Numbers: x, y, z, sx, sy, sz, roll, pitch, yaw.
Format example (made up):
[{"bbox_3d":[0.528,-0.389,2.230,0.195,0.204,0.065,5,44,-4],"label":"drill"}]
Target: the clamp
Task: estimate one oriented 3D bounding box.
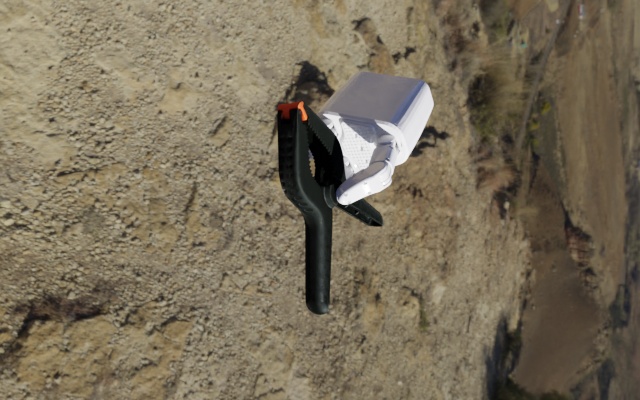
[{"bbox_3d":[0.001,0.001,0.494,0.036,0.210,0.164,-1,41,34],"label":"clamp"}]
